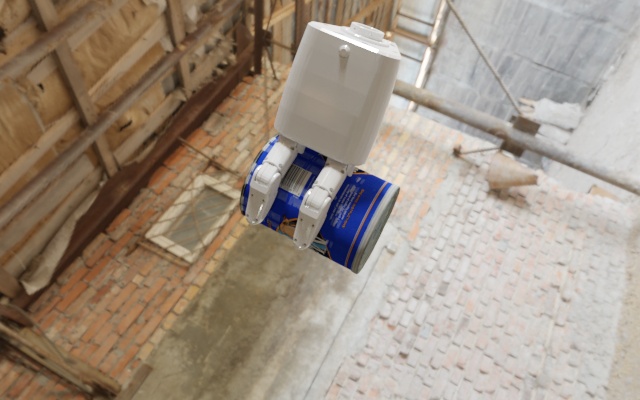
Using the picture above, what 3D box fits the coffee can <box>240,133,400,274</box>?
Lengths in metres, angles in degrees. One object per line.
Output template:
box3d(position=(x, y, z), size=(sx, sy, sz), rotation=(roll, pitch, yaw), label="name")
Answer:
box3d(position=(0.000, 0.002, 0.514), size=(0.140, 0.103, 0.103), rotation=(26, 6, 12), label="coffee can")
